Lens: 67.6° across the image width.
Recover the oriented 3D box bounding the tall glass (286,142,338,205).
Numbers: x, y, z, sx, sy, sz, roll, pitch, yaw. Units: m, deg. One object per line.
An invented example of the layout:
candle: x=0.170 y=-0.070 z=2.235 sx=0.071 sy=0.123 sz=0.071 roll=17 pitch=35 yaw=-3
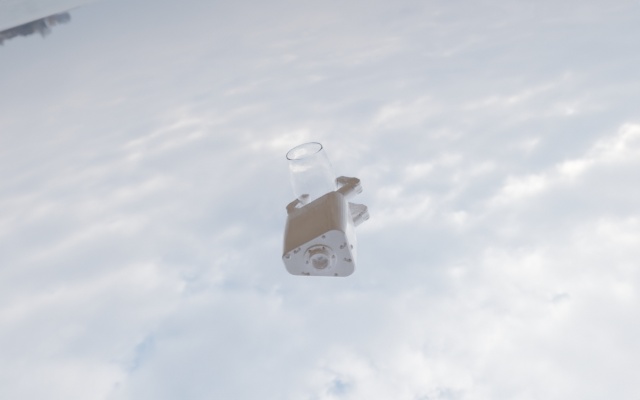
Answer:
tall glass: x=0.000 y=0.003 z=0.822 sx=0.079 sy=0.201 sz=0.079 roll=-14 pitch=28 yaw=8
